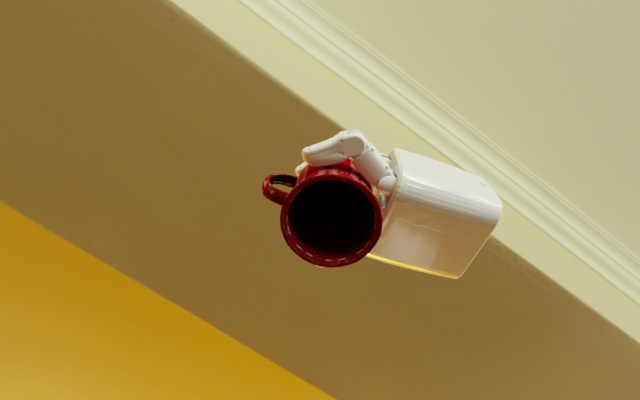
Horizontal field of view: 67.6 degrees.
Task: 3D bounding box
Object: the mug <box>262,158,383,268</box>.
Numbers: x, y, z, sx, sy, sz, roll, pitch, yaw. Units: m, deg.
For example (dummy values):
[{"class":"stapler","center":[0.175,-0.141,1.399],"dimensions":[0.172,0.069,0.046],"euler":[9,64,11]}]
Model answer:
[{"class":"mug","center":[-0.001,0.001,0.465],"dimensions":[0.117,0.093,0.081],"euler":[17,22,-4]}]
